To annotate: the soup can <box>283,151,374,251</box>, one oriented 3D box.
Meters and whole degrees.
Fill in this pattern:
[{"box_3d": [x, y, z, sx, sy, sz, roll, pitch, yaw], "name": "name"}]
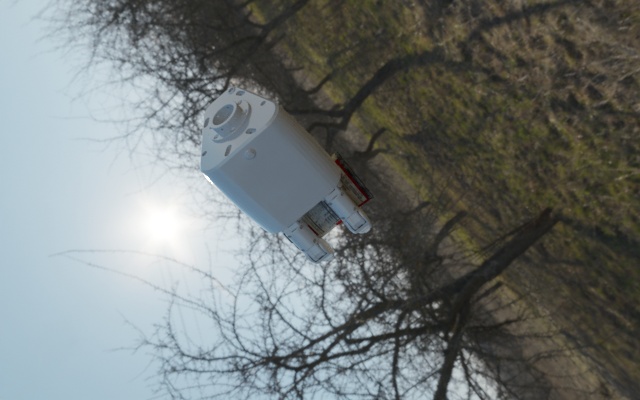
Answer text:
[{"box_3d": [0.000, 0.002, 0.545, 0.102, 0.068, 0.068, -39, -5, 6], "name": "soup can"}]
